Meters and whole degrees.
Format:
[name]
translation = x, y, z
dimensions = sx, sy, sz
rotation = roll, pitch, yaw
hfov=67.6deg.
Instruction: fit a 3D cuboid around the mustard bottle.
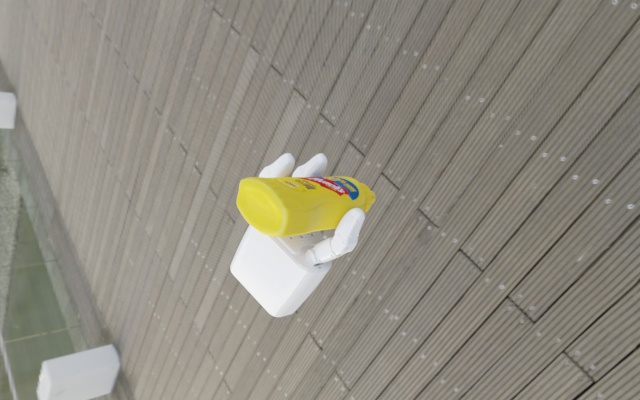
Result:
[mustard bottle]
translation = 0.000, 0.002, 0.592
dimensions = 0.191, 0.058, 0.096
rotation = -4, 24, -43
